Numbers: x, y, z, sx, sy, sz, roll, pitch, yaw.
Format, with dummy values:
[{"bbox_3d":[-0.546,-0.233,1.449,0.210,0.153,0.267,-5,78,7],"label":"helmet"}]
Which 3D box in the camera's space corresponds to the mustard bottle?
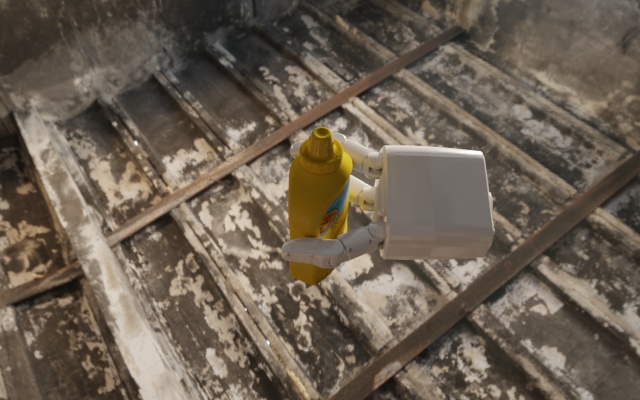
[{"bbox_3d":[0.000,0.002,0.498,0.058,0.096,0.192,21,-37,15],"label":"mustard bottle"}]
